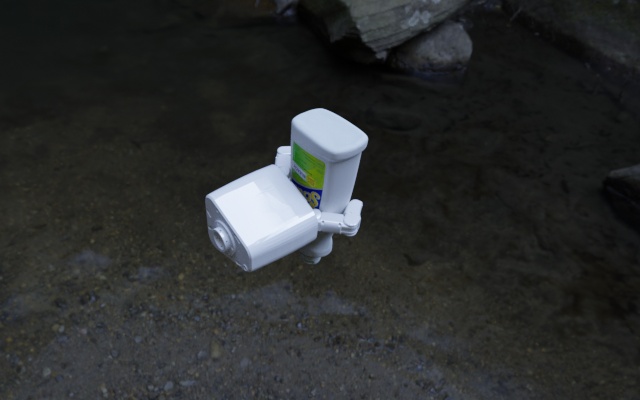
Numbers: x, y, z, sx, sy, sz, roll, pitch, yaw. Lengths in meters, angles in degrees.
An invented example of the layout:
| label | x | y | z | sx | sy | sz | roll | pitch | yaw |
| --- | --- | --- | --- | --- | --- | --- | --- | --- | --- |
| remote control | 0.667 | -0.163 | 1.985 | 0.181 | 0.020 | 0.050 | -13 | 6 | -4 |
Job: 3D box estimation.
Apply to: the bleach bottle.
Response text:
| label | x | y | z | sx | sy | sz | roll | pitch | yaw |
| --- | --- | --- | --- | --- | --- | --- | --- | --- | --- |
| bleach bottle | 0.000 | 0.002 | 0.679 | 0.068 | 0.251 | 0.102 | -27 | 51 | -32 |
